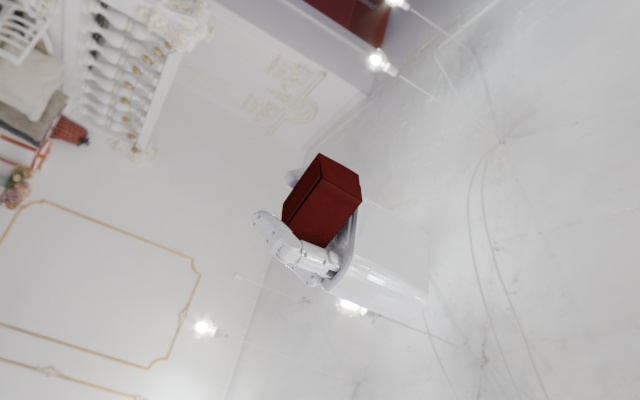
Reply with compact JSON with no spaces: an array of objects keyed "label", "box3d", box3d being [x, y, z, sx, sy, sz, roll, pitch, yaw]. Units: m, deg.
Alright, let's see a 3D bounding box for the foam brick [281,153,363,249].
[{"label":"foam brick","box3d":[0.000,0.001,0.490,0.051,0.078,0.053,27,30,-17]}]
